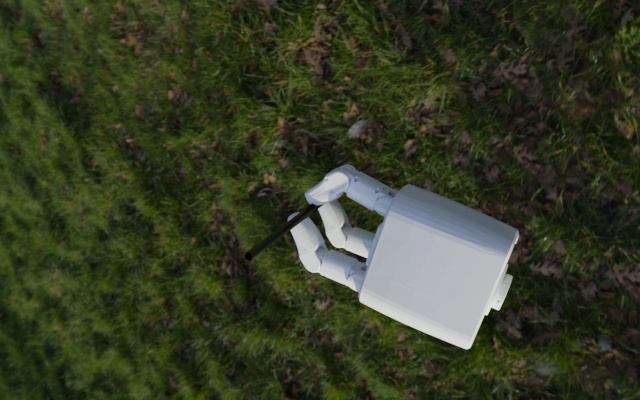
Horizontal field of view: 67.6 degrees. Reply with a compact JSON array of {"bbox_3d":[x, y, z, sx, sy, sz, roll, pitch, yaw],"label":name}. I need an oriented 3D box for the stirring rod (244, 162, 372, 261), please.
[{"bbox_3d":[0.000,0.002,0.482,0.011,0.011,0.239,0,21,32],"label":"stirring rod"}]
